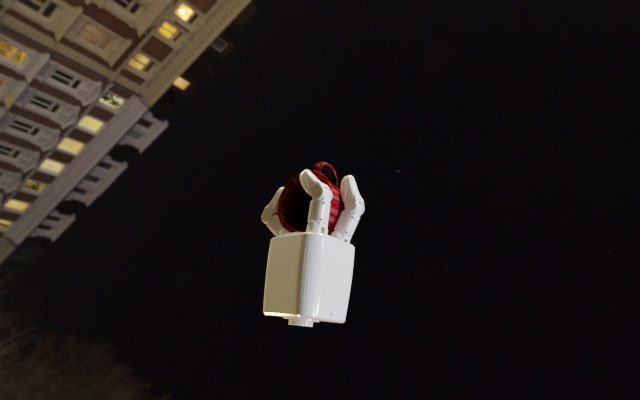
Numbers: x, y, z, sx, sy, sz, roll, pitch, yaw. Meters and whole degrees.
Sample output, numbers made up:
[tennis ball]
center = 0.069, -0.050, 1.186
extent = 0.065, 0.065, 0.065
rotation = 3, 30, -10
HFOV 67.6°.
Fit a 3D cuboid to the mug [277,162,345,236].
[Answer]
[mug]
center = 0.000, 0.001, 0.699
extent = 0.093, 0.117, 0.081
rotation = -3, -19, 35
